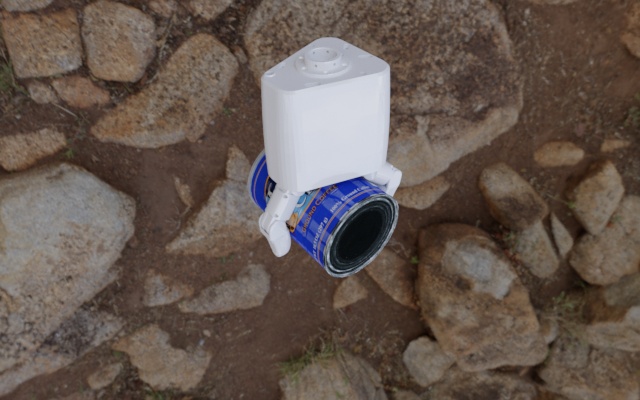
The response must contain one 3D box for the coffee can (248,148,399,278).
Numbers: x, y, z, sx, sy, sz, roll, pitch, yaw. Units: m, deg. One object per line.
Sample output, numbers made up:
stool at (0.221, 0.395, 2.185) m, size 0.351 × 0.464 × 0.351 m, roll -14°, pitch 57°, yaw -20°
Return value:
coffee can at (0.000, 0.002, 0.527) m, size 0.103 × 0.103 × 0.140 m, roll 0°, pitch 31°, yaw -47°
